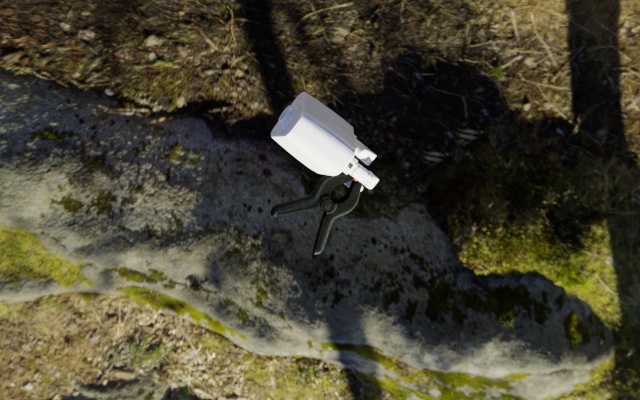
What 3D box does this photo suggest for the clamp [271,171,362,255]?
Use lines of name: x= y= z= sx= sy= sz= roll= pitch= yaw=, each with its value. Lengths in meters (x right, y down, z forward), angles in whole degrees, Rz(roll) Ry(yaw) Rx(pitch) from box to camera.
clamp: x=0.000 y=0.003 z=0.825 sx=0.120 sy=0.171 sz=0.039 roll=34 pitch=11 yaw=-23
